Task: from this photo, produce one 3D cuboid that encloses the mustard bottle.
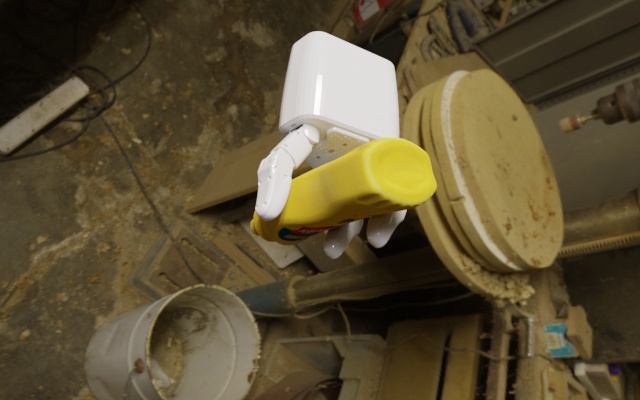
[{"bbox_3d":[0.000,0.002,0.433,0.192,0.058,0.096,-21,-10,41],"label":"mustard bottle"}]
